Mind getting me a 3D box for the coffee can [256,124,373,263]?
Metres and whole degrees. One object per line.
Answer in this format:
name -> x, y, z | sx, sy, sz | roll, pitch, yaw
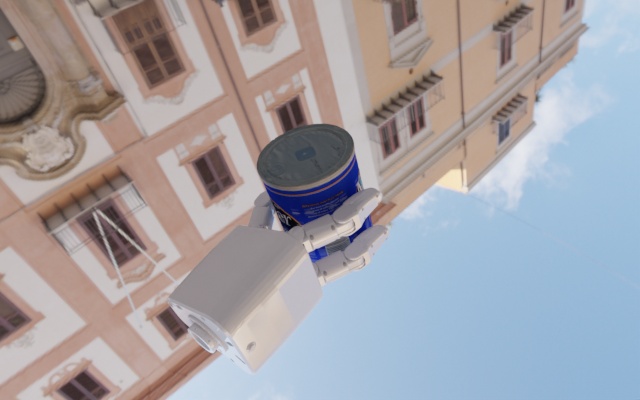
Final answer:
coffee can -> 0.000, 0.001, 0.529 | 0.103, 0.140, 0.102 | -10, 41, 9
